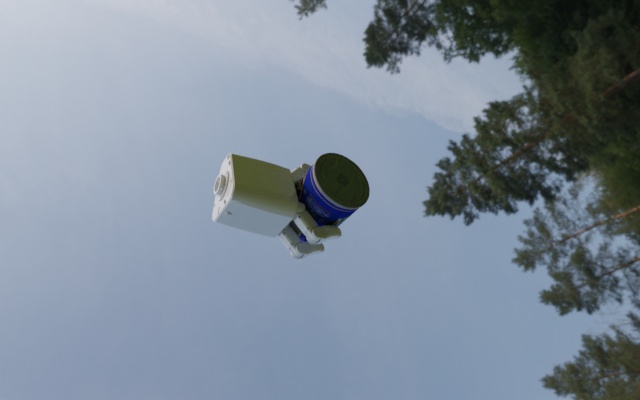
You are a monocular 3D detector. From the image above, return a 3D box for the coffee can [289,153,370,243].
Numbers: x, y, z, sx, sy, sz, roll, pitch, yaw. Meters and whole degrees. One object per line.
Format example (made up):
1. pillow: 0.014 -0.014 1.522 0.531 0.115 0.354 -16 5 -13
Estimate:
1. coffee can: 0.000 0.003 0.791 0.103 0.102 0.140 0 -31 -36
